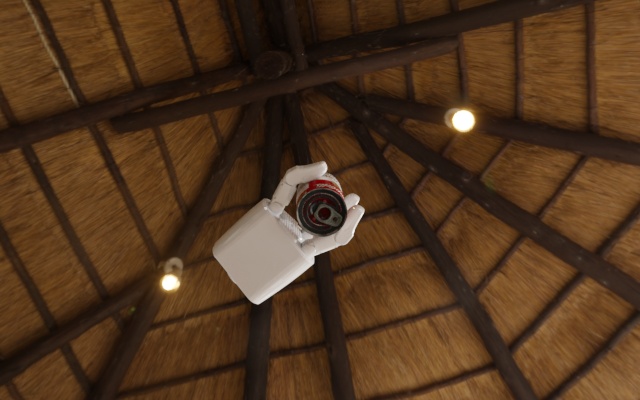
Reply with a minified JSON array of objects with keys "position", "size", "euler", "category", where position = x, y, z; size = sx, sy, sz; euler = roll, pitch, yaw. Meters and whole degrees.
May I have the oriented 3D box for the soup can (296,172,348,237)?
[{"position":[0.000,0.002,0.675],"size":[0.068,0.068,0.102],"euler":[0,17,-2],"category":"soup can"}]
